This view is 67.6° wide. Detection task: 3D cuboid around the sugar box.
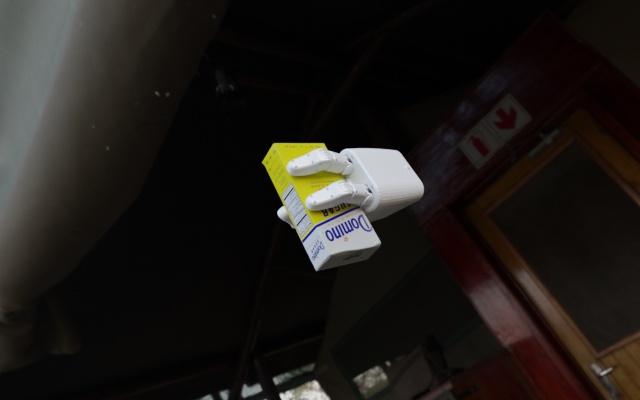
[{"bbox_3d":[0.000,0.002,0.635,0.093,0.176,0.048,-7,-34,-40],"label":"sugar box"}]
